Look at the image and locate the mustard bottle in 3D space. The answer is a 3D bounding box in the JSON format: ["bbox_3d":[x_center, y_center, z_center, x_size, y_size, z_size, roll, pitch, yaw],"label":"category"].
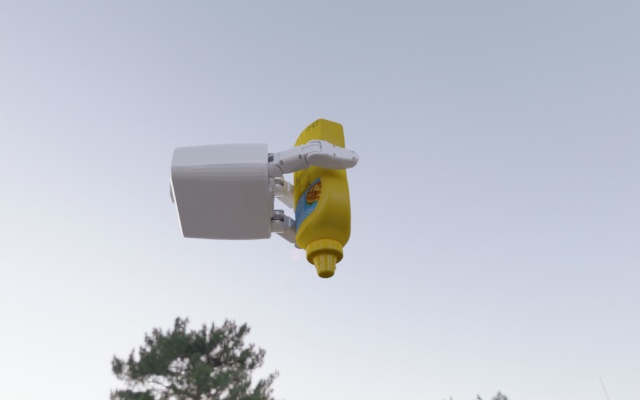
[{"bbox_3d":[0.000,0.002,0.560,0.058,0.191,0.096,13,-40,-21],"label":"mustard bottle"}]
